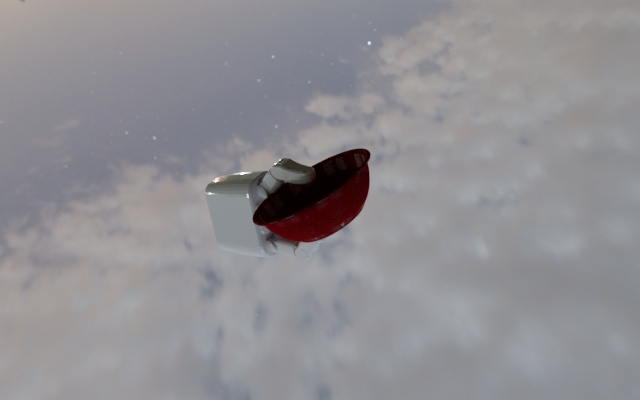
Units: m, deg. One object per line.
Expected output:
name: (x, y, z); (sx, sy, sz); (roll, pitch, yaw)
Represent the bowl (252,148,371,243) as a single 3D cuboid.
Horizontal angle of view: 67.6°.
bowl: (0.001, 0.002, 0.576); (0.162, 0.055, 0.162); (-29, 16, 9)
